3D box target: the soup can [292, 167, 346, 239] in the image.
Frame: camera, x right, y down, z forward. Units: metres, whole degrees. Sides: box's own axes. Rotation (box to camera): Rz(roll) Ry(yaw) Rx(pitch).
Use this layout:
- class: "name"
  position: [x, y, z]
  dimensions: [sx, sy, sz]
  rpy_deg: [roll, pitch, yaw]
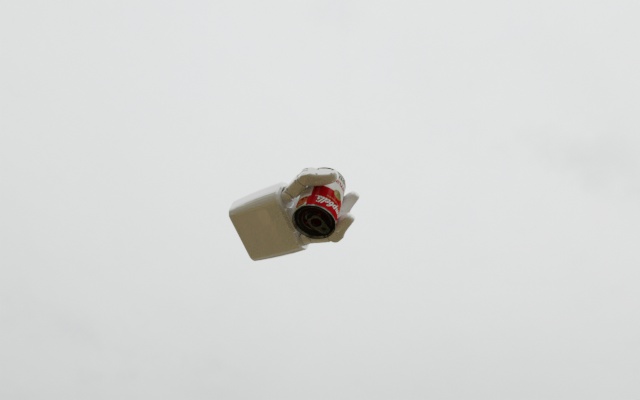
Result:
- class: "soup can"
  position: [0.001, 0.002, 0.754]
  dimensions: [0.068, 0.069, 0.102]
  rpy_deg: [0, 38, 15]
